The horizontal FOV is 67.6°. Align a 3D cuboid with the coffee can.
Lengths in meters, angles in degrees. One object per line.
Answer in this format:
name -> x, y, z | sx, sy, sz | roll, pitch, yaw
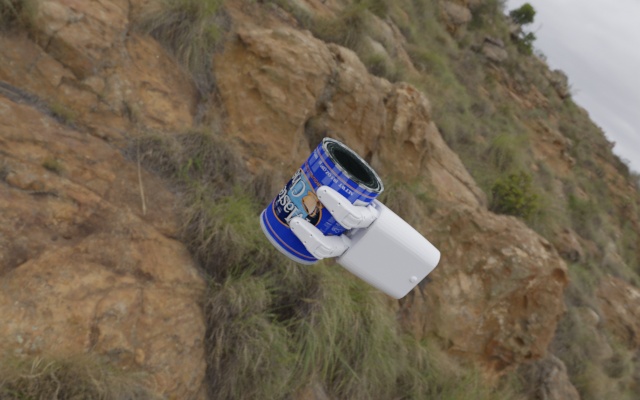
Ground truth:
coffee can -> 0.000, 0.002, 0.639 | 0.140, 0.102, 0.103 | -49, -22, 21
